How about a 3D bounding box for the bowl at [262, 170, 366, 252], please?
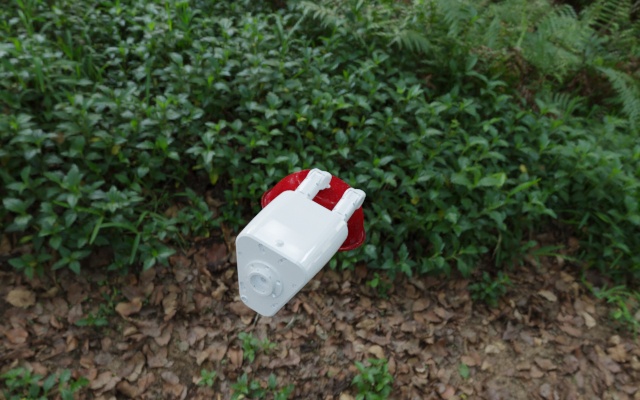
[{"bbox_3d":[0.000,0.001,0.688,0.162,0.055,0.162,18,26,-9],"label":"bowl"}]
